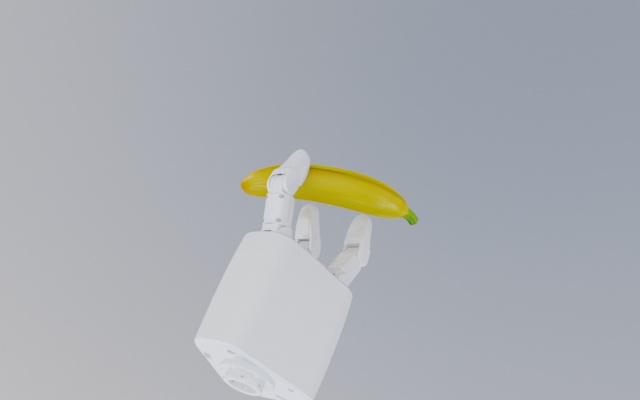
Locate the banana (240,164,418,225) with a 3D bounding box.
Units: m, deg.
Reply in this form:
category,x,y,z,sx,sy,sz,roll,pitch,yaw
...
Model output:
category,x,y,z,sx,sy,sz,roll,pitch,yaw
banana,0.002,-0.008,0.491,0.198,0.037,0.070,13,-34,12
